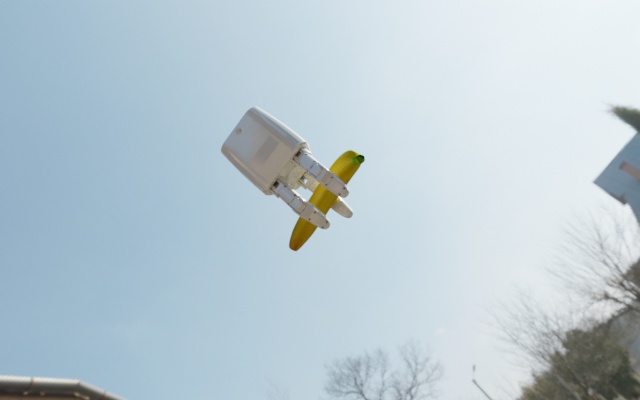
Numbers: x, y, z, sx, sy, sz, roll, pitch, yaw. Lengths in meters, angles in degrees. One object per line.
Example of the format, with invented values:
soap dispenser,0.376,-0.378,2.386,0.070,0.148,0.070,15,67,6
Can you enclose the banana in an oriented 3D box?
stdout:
banana,0.007,-0.007,0.718,0.037,0.198,0.069,35,29,1
